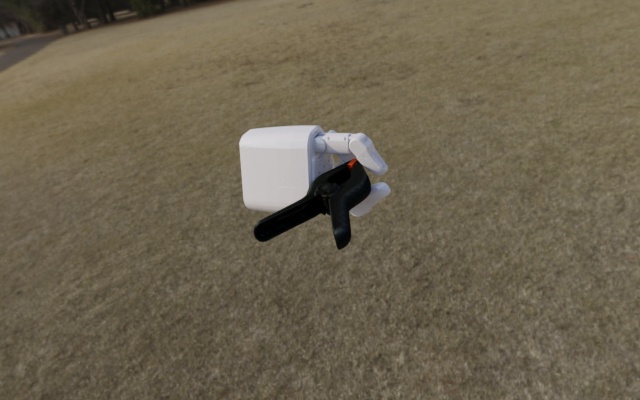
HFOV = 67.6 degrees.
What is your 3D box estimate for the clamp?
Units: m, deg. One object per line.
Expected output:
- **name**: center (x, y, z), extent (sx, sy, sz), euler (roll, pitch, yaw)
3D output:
- **clamp**: center (0.000, 0.001, 0.565), extent (0.120, 0.039, 0.171), euler (3, 30, 22)
